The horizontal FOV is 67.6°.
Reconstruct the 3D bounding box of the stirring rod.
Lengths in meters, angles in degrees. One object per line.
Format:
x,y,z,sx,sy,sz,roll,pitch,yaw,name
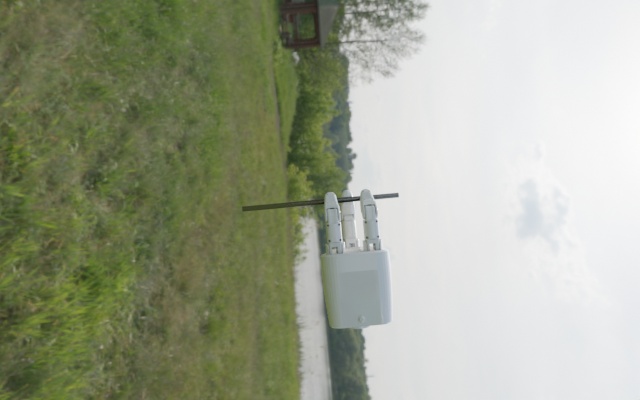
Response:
0.000,0.002,0.733,0.239,0.011,0.011,-5,0,0,stirring rod
